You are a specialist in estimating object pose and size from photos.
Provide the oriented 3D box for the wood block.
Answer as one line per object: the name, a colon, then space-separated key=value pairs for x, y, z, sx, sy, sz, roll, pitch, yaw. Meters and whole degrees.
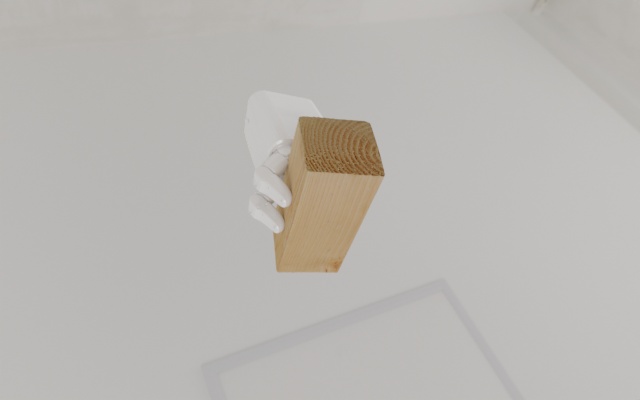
wood block: x=0.000 y=0.002 z=0.610 sx=0.091 sy=0.090 sz=0.206 roll=2 pitch=-39 yaw=-15
